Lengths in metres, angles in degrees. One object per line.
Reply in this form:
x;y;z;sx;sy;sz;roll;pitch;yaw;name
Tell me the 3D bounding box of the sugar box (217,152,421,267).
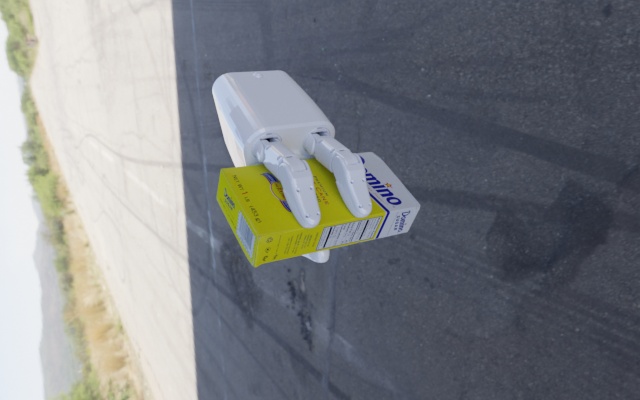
0.000;0.001;0.462;0.176;0.048;0.093;-12;48;-29;sugar box
